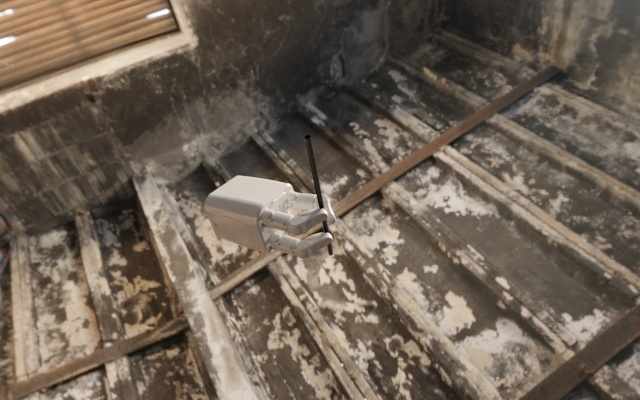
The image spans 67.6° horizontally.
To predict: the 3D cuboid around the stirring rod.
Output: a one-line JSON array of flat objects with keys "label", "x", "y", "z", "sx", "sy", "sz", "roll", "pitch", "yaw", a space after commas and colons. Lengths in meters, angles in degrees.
[{"label": "stirring rod", "x": 0.000, "y": 0.002, "z": 0.712, "sx": 0.011, "sy": 0.240, "sz": 0.011, "roll": -6, "pitch": 43, "yaw": 6}]
